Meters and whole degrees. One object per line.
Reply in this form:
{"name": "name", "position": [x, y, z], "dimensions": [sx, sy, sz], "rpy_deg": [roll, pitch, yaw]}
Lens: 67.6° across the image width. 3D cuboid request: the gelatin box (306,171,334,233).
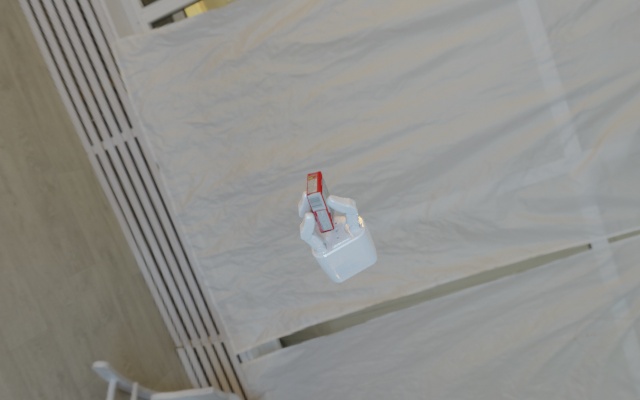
{"name": "gelatin box", "position": [0.000, 0.002, 0.874], "dimensions": [0.030, 0.089, 0.073], "rpy_deg": [-14, 33, 10]}
